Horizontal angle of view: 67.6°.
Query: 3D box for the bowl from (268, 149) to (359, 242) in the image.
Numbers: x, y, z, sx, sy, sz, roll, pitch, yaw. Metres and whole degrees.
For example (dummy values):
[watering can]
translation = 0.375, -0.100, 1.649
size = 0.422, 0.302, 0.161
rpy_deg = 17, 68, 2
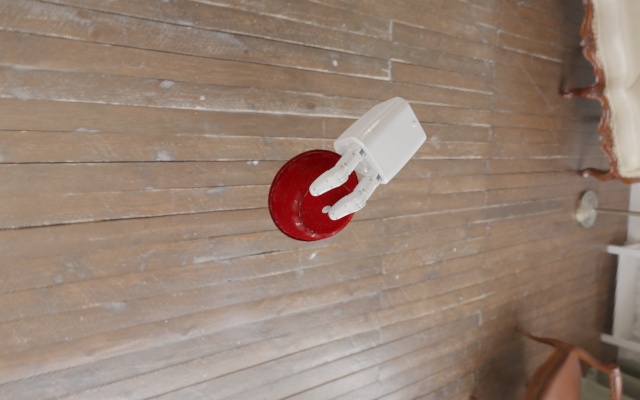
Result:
[bowl]
translation = -0.001, 0.004, 0.766
size = 0.162, 0.162, 0.055
rpy_deg = 0, 20, -23
